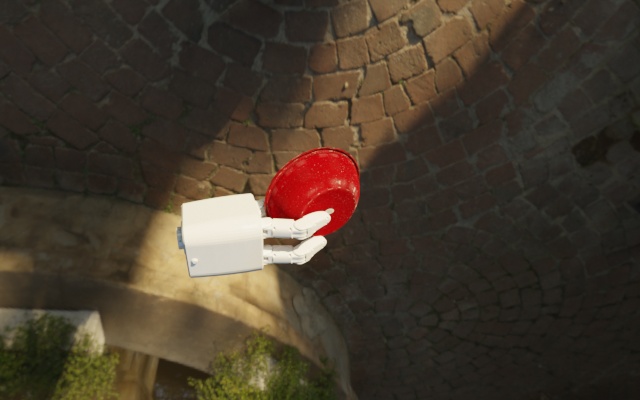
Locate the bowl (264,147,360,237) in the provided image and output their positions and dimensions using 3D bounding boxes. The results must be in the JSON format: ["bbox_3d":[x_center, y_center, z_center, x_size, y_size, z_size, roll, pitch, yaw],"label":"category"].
[{"bbox_3d":[0.001,0.002,0.718,0.162,0.162,0.055,0,37,-33],"label":"bowl"}]
